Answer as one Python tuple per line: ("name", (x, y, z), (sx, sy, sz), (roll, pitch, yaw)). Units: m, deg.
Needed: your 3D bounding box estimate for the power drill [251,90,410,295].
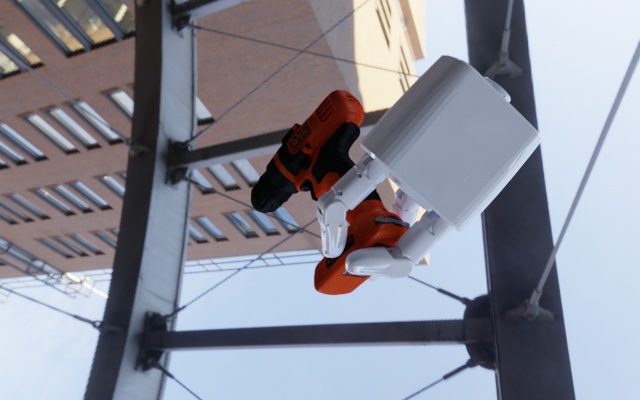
("power drill", (0.000, 0.002, 0.506), (0.057, 0.187, 0.184), (11, -47, -42))
